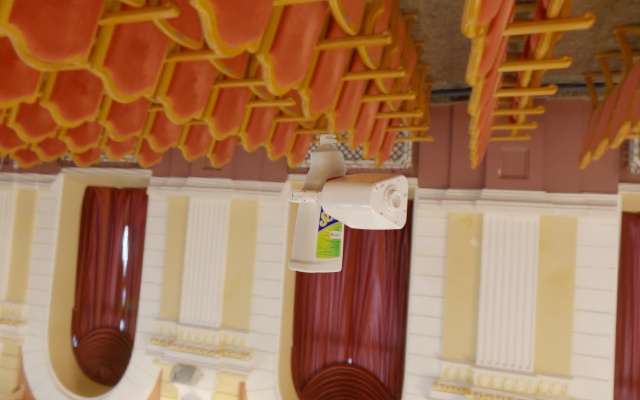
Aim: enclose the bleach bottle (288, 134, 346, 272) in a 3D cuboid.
[{"bbox_3d":[0.000,0.003,0.880,0.068,0.251,0.102,1,-4,45],"label":"bleach bottle"}]
